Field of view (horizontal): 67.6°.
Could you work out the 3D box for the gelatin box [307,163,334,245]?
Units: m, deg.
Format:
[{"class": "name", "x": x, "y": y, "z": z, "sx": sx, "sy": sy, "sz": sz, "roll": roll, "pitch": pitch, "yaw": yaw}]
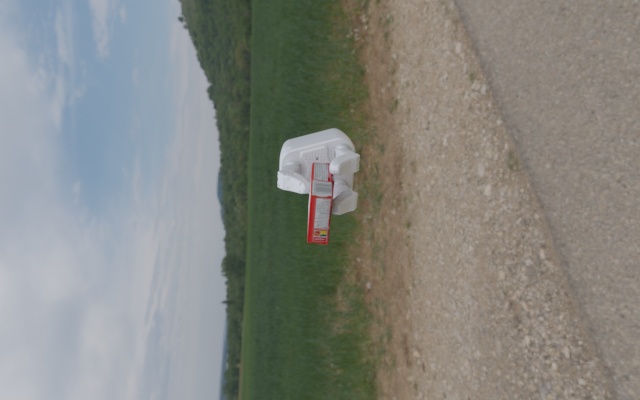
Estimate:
[{"class": "gelatin box", "x": 0.000, "y": 0.002, "z": 0.624, "sx": 0.030, "sy": 0.073, "sz": 0.089, "roll": 4, "pitch": 32, "yaw": -2}]
